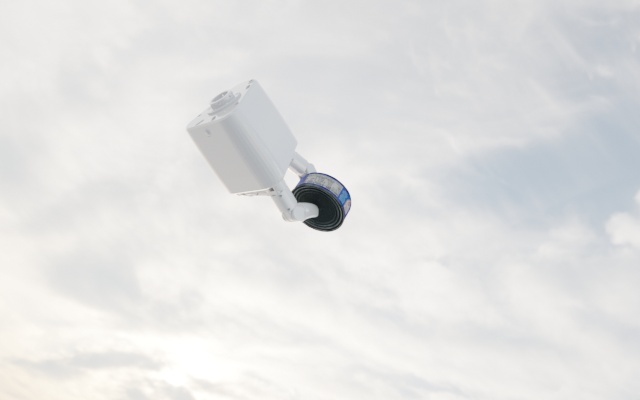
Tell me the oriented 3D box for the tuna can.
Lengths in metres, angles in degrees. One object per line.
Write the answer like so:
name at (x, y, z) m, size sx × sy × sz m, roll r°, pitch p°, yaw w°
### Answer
tuna can at (0.000, 0.002, 0.680) m, size 0.086 × 0.086 × 0.033 m, roll 0°, pitch 39°, yaw 31°
